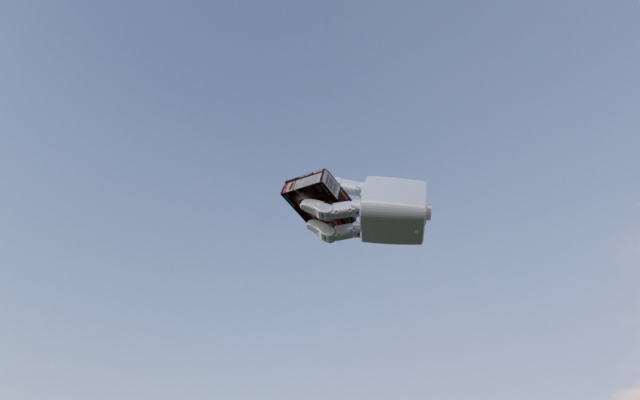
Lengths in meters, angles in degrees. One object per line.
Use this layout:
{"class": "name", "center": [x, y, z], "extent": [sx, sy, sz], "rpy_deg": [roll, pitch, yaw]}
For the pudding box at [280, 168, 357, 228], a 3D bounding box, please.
{"class": "pudding box", "center": [0.000, 0.003, 0.828], "extent": [0.090, 0.039, 0.113], "rpy_deg": [-17, -52, 32]}
